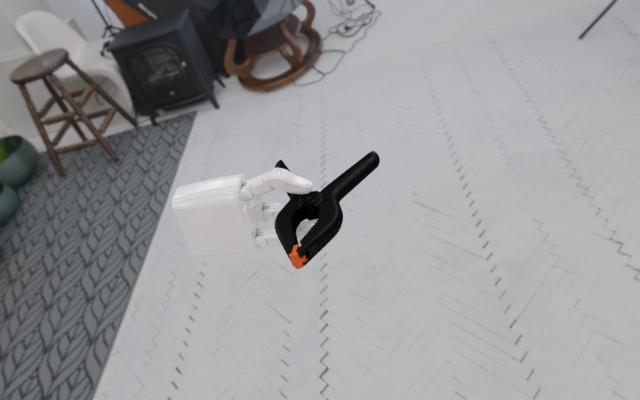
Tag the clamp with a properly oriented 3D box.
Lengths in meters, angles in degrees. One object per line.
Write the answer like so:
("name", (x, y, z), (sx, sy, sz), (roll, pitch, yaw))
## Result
("clamp", (0.000, 0.002, 0.658), (0.164, 0.036, 0.209), (-9, 41, 15))
